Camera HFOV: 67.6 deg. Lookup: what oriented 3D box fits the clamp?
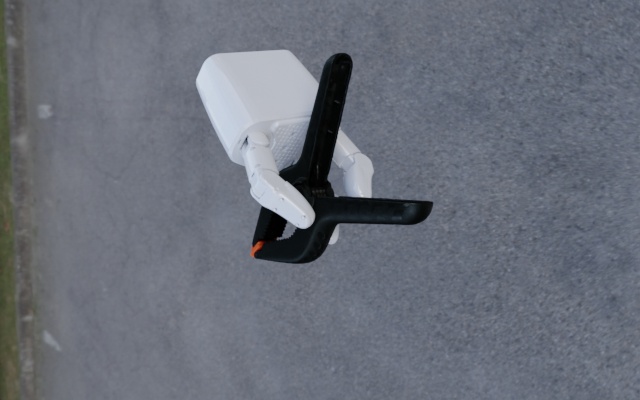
[{"bbox_3d":[-0.001,0.002,0.423,0.036,0.164,0.210,2,-43,-40],"label":"clamp"}]
